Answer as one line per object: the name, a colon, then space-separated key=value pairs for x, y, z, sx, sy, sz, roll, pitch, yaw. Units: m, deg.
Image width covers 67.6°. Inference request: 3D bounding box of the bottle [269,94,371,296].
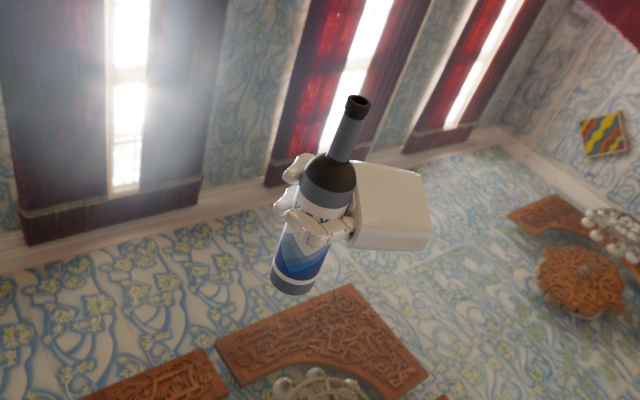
bottle: x=0.000 y=0.002 z=0.602 sx=0.069 sy=0.296 sz=0.069 roll=13 pitch=38 yaw=-10
